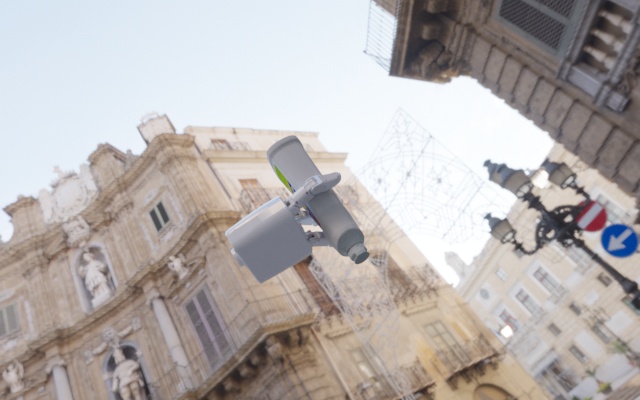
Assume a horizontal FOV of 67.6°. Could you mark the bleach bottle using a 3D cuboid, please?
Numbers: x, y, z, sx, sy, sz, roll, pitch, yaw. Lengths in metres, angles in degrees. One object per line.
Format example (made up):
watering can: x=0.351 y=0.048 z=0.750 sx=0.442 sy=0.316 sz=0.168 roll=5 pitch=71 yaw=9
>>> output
bleach bottle: x=0.000 y=0.003 z=0.802 sx=0.068 sy=0.250 sz=0.103 roll=-32 pitch=-35 yaw=-7
